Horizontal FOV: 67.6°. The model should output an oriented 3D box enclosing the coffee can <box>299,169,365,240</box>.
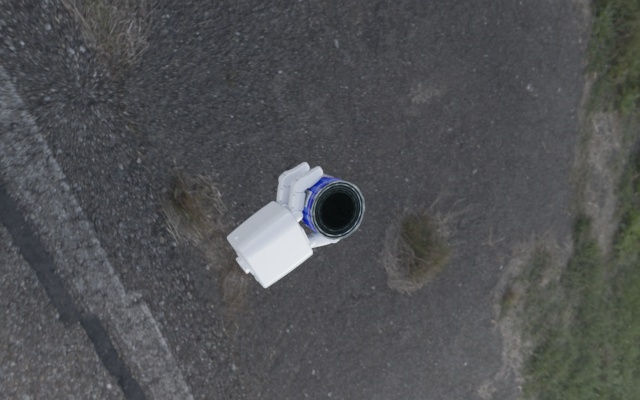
[{"bbox_3d":[0.000,0.003,0.859,0.103,0.103,0.140,0,12,-26],"label":"coffee can"}]
